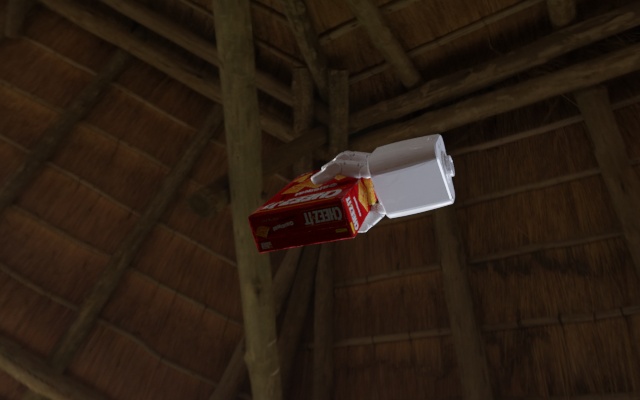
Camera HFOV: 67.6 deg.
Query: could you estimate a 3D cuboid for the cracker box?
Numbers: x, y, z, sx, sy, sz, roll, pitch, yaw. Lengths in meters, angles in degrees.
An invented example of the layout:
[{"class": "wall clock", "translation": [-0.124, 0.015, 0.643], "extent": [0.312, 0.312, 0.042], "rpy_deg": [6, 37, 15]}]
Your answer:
[{"class": "cracker box", "translation": [0.000, 0.003, 0.800], "extent": [0.164, 0.072, 0.213], "rpy_deg": [-12, 15, 23]}]
